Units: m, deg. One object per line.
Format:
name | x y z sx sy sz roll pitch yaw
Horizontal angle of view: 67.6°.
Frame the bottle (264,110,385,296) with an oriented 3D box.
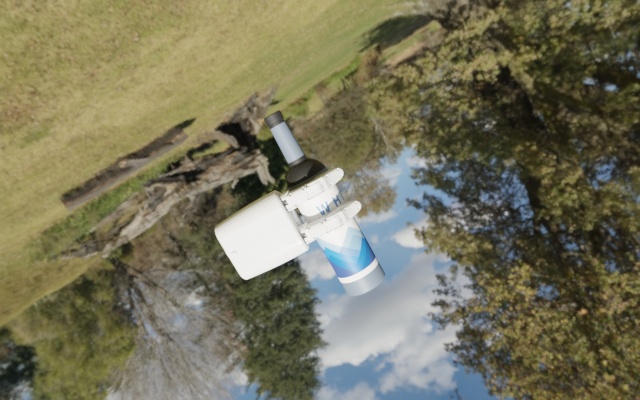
bottle | 0.000 0.003 0.715 0.069 0.296 0.069 -28 10 5
